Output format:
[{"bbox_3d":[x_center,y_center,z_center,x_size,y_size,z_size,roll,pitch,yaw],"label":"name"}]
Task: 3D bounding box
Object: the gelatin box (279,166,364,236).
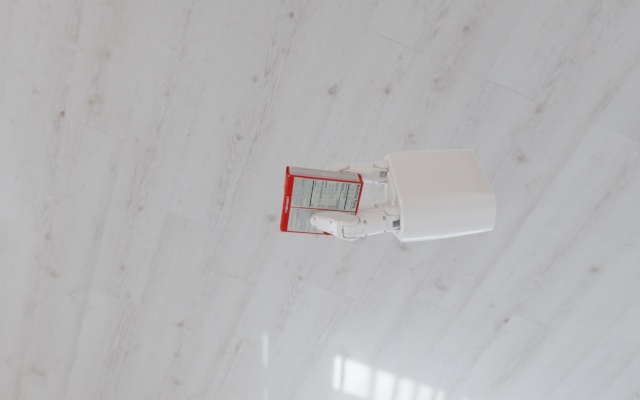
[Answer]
[{"bbox_3d":[0.000,0.002,0.554,0.089,0.073,0.030,5,26,-9],"label":"gelatin box"}]
